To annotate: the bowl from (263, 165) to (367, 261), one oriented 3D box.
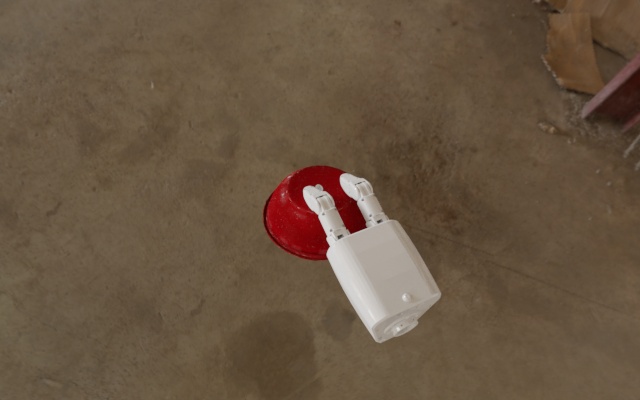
[{"bbox_3d":[-0.001,0.001,0.656,0.162,0.162,0.055,0,-43,-2],"label":"bowl"}]
